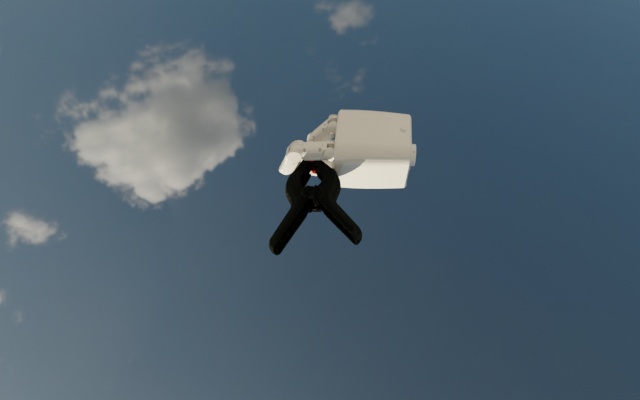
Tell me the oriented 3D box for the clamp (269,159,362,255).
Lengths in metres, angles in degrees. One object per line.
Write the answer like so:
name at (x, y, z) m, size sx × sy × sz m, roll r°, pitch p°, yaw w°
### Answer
clamp at (0.000, 0.002, 0.658) m, size 0.120 × 0.171 × 0.039 m, roll 3°, pitch -38°, yaw 6°
